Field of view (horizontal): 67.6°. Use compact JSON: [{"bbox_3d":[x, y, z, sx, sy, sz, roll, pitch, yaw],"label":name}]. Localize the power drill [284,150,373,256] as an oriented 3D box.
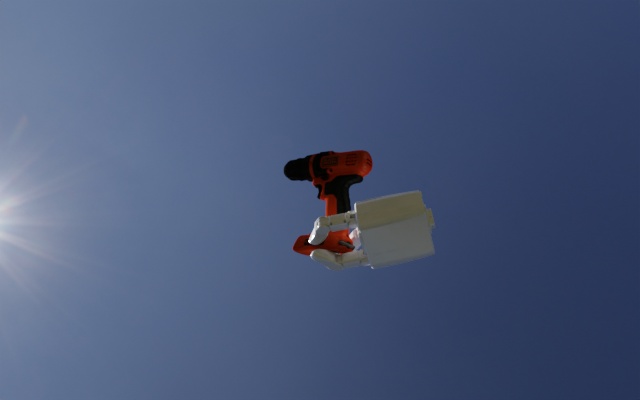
[{"bbox_3d":[0.000,0.003,0.852,0.184,0.187,0.057,-4,-17,36],"label":"power drill"}]
